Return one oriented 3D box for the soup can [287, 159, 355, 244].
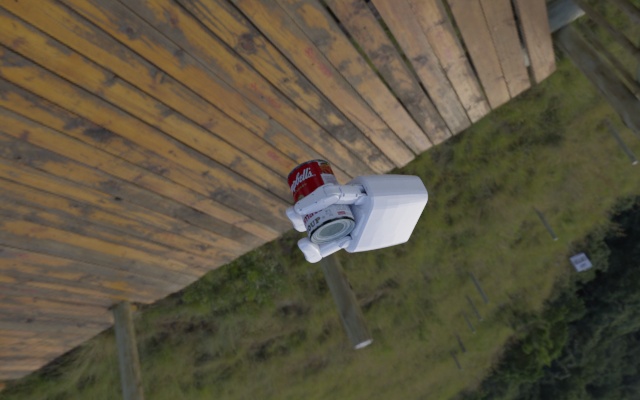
[{"bbox_3d":[0.000,0.002,0.675,0.068,0.102,0.068,-17,-28,-10],"label":"soup can"}]
